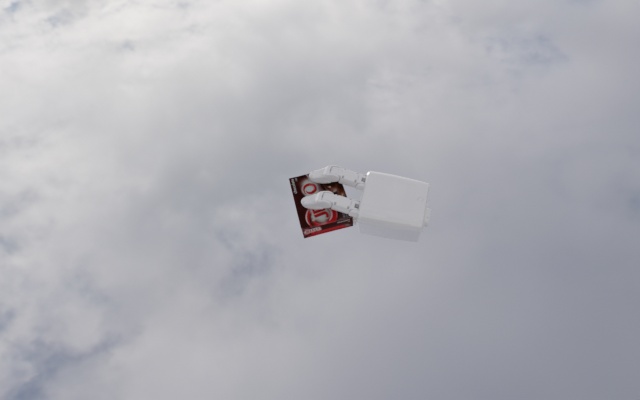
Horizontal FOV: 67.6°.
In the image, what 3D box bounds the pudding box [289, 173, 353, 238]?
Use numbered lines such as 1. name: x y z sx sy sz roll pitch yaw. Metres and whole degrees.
1. pudding box: 0.000 0.003 0.834 0.090 0.113 0.039 -14 -35 -4
